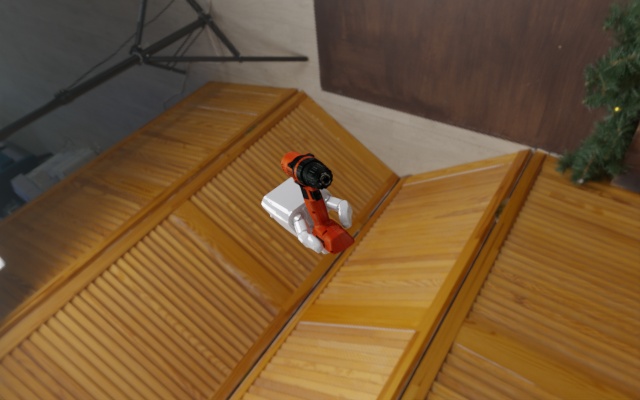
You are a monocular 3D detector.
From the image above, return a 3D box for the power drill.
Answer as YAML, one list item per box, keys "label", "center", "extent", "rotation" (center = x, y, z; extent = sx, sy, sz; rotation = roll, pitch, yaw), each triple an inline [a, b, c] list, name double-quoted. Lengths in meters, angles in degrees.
- label: "power drill"
  center: [0.000, 0.003, 0.878]
  extent: [0.057, 0.188, 0.184]
  rotation: [-26, 22, -12]
